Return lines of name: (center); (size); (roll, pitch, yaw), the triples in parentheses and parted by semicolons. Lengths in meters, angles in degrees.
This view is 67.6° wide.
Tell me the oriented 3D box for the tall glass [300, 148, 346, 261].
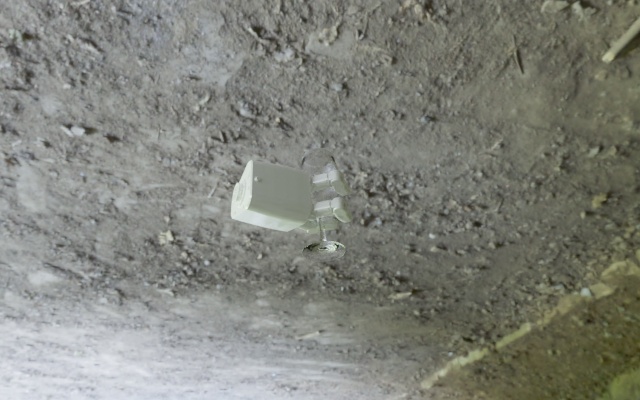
tall glass: (0.000, 0.003, 0.857); (0.079, 0.201, 0.079); (-2, -32, -1)
